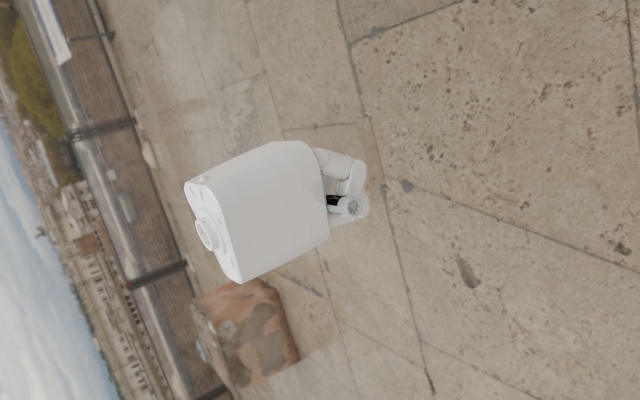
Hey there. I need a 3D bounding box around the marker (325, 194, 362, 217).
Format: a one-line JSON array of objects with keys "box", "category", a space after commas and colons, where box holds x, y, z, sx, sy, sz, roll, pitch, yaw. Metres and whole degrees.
[{"box": [0.000, 0.002, 0.497, 0.020, 0.020, 0.121, 0, 5, -32], "category": "marker"}]
